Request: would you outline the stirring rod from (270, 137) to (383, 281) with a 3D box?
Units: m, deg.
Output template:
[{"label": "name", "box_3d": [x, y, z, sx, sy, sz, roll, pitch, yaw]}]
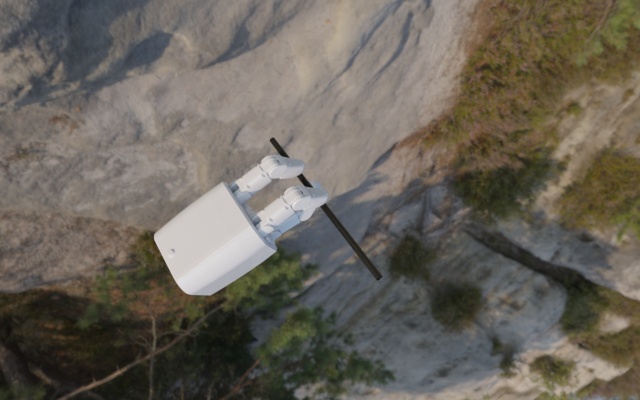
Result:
[{"label": "stirring rod", "box_3d": [0.000, 0.002, 0.581, 0.011, 0.011, 0.239, 0, 44, -48]}]
